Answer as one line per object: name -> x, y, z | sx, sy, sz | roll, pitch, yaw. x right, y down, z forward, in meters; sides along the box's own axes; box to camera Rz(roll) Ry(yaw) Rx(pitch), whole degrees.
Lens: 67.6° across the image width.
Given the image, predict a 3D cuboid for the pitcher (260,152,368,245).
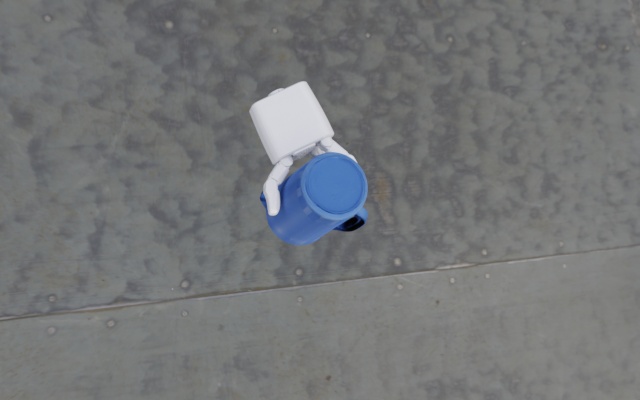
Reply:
pitcher -> 0.000, 0.003, 0.832 | 0.149, 0.145, 0.243 | -24, -3, -20
